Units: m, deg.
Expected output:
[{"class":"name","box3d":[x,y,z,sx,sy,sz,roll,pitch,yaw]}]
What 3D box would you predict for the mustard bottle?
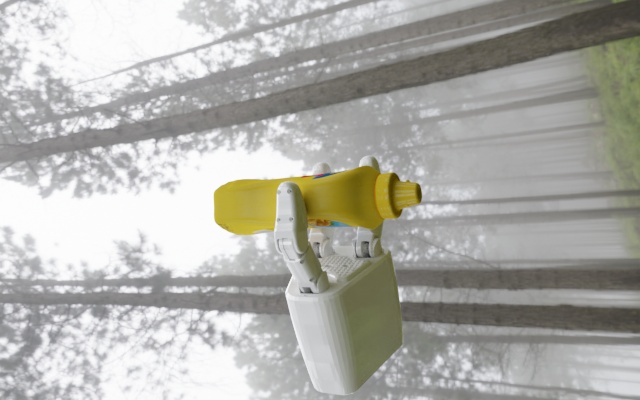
[{"class":"mustard bottle","box3d":[0.000,0.001,0.452,0.191,0.058,0.096,-4,-6,28]}]
